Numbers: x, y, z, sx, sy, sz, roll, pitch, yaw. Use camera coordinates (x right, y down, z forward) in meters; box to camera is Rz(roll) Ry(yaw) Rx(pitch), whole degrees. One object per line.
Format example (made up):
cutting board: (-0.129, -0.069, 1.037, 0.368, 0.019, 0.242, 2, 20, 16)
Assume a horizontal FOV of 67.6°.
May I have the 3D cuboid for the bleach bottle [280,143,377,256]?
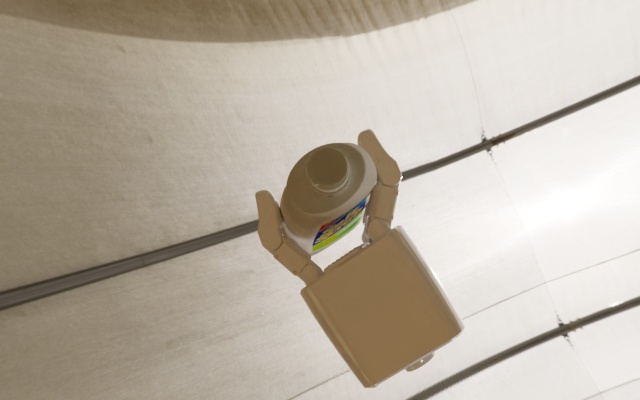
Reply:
bleach bottle: (0.000, 0.001, 0.458, 0.102, 0.068, 0.251, -33, -9, -4)
